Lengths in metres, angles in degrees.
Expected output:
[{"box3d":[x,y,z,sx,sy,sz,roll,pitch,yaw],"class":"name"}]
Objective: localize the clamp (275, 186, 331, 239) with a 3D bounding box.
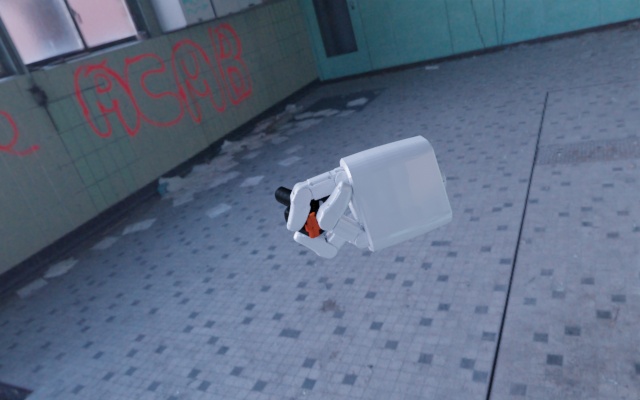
[{"box3d":[0.000,0.002,0.663,0.120,0.039,0.171,-19,23,-2],"class":"clamp"}]
